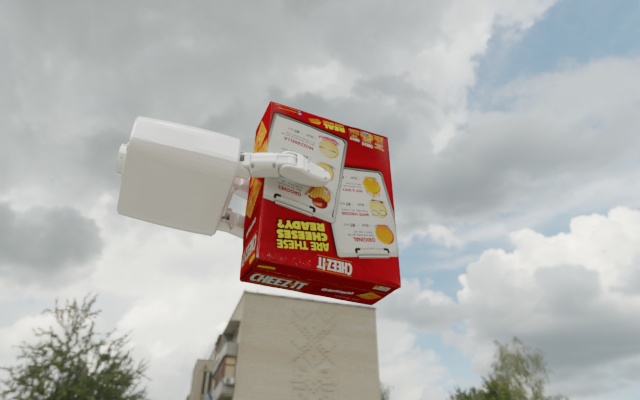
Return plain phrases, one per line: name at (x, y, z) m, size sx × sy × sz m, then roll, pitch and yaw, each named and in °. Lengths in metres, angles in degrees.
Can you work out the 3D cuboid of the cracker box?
cracker box at (0.000, 0.002, 0.560) m, size 0.164 × 0.213 × 0.072 m, roll 14°, pitch -36°, yaw -19°
